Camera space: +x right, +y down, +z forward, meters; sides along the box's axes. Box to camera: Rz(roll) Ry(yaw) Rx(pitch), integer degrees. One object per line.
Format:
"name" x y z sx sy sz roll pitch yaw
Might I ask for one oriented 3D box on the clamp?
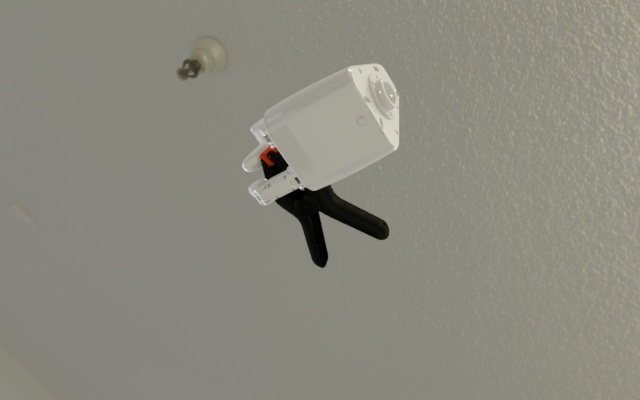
"clamp" 0.000 0.001 0.564 0.120 0.171 0.039 -23 22 30
